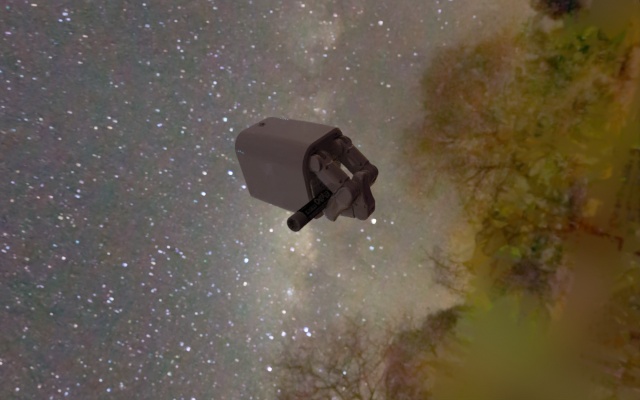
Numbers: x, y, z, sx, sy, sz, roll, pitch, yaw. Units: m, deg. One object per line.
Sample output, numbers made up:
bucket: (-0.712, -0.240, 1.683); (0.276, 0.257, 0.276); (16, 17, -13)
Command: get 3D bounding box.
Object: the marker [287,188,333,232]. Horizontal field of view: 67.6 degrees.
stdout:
marker: (0.000, 0.002, 0.571); (0.020, 0.020, 0.121); (0, 24, 33)
